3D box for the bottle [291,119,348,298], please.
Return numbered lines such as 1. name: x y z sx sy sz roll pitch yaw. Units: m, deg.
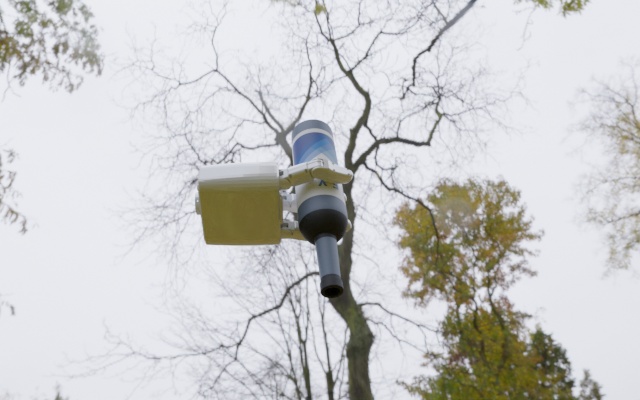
1. bottle: 0.000 0.002 0.659 0.069 0.295 0.069 -4 -44 -4
